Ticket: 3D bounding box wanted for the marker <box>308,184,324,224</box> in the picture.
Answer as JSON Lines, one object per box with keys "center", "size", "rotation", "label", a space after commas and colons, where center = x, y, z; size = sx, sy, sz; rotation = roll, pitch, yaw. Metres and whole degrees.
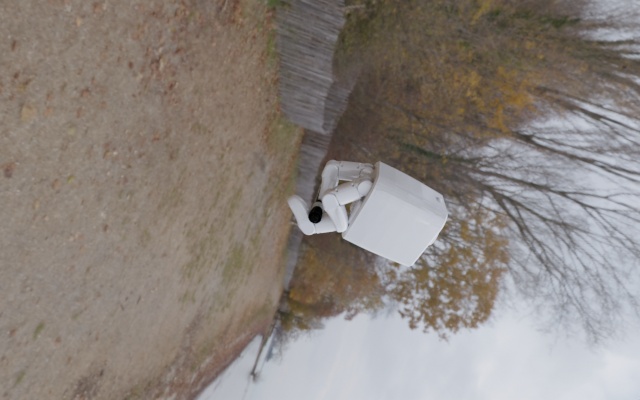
{"center": [0.000, 0.002, 0.700], "size": [0.020, 0.020, 0.121], "rotation": [0, 23, 9], "label": "marker"}
